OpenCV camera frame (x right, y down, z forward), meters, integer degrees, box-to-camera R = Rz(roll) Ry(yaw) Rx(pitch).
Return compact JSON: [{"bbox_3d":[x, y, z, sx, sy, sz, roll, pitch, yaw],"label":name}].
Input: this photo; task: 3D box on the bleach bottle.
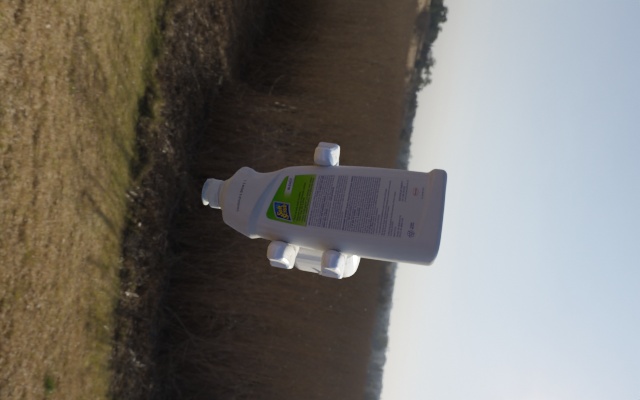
[{"bbox_3d":[0.000,0.002,0.508,0.251,0.102,0.068,9,-23,8],"label":"bleach bottle"}]
